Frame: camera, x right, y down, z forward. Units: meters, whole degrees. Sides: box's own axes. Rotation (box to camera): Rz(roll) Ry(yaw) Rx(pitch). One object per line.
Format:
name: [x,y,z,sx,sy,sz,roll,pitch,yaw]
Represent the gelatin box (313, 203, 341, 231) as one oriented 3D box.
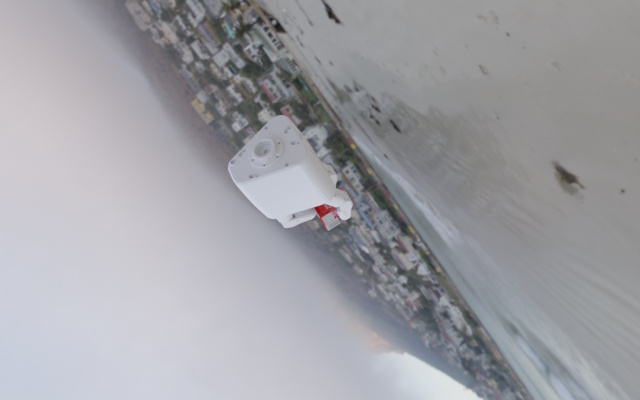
gelatin box: [0.000,0.003,0.775,0.030,0.073,0.089,-31,-19,-1]
